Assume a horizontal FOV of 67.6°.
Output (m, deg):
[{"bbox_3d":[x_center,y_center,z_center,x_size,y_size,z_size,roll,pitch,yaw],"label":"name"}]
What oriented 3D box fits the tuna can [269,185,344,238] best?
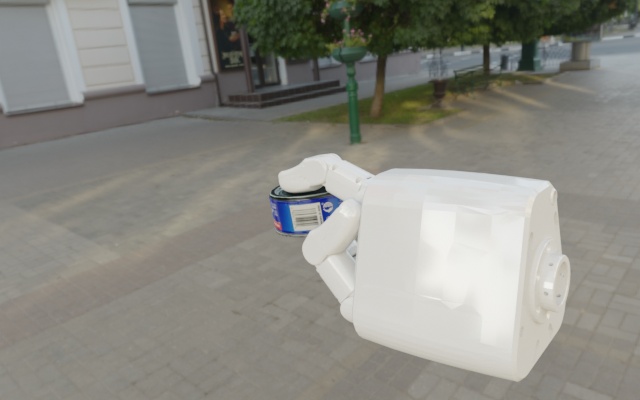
[{"bbox_3d":[0.000,0.001,0.408,0.086,0.034,0.086,-10,14,2],"label":"tuna can"}]
